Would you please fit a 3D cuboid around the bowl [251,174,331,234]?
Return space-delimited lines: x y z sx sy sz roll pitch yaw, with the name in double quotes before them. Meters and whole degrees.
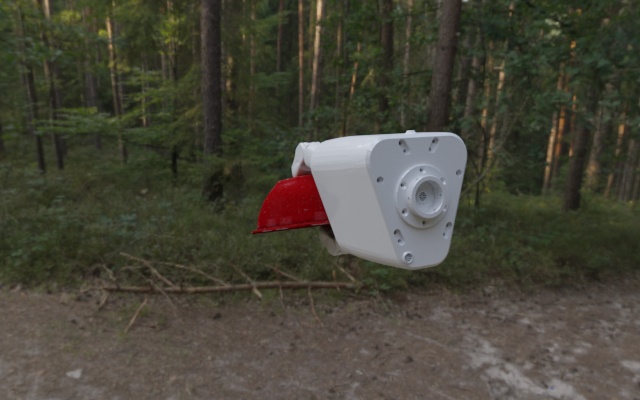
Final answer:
"bowl" -0.001 0.001 0.538 0.162 0.055 0.162 -7 -3 0
